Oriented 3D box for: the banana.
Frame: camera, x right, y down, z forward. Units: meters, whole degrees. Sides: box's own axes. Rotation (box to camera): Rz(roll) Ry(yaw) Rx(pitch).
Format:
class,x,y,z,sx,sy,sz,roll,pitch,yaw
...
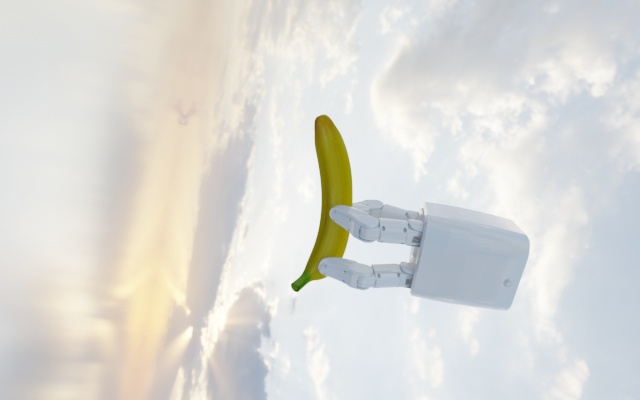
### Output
class,x,y,z,sx,sy,sz,roll,pitch,yaw
banana,0.010,0.005,0.541,0.037,0.198,0.069,9,5,34
